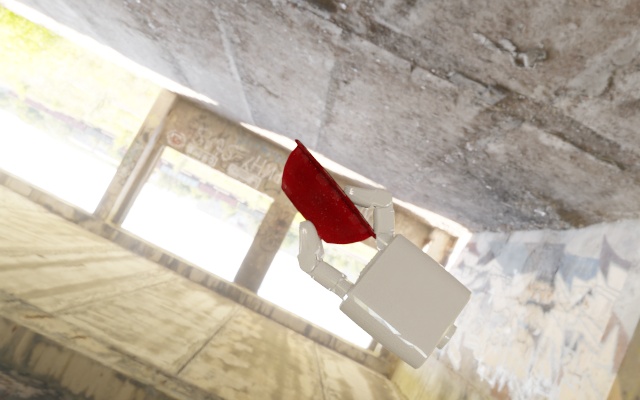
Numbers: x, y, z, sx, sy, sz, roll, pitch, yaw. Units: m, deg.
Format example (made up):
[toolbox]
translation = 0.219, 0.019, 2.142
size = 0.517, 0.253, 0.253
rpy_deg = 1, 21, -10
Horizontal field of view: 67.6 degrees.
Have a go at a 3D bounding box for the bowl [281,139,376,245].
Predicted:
[bowl]
translation = -0.001, 0.001, 0.599
size = 0.055, 0.162, 0.162
rpy_deg = -39, 0, 0
